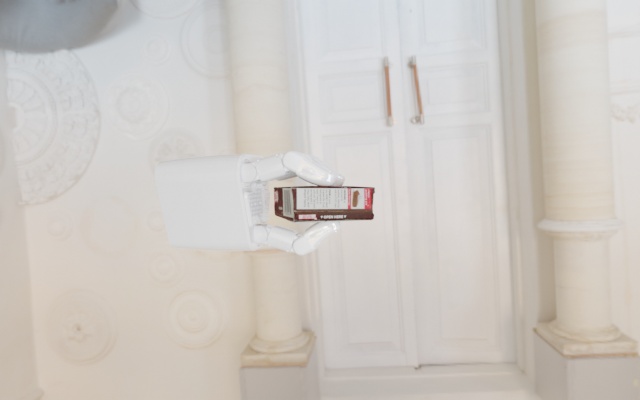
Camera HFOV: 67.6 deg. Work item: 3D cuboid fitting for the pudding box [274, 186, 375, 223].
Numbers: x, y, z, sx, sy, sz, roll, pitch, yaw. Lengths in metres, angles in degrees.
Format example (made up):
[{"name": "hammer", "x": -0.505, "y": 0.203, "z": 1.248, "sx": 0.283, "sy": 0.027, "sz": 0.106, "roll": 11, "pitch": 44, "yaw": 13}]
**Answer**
[{"name": "pudding box", "x": 0.000, "y": 0.002, "z": 0.536, "sx": 0.090, "sy": 0.039, "sz": 0.113, "roll": -1, "pitch": 4, "yaw": -15}]
